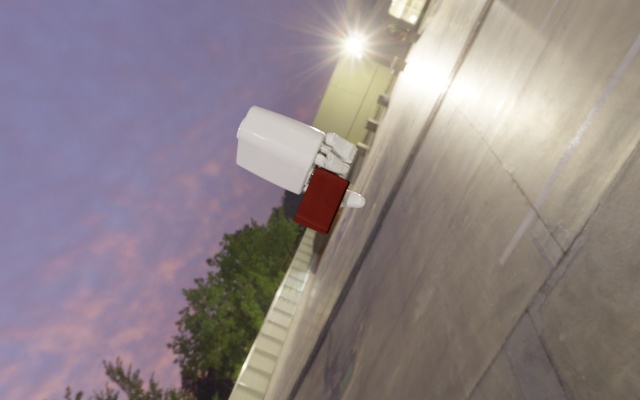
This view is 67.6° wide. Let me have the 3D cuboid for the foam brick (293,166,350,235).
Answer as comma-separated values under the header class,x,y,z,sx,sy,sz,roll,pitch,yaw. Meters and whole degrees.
class,x,y,z,sx,sy,sz,roll,pitch,yaw
foam brick,0.000,0.002,0.663,0.051,0.078,0.053,24,-10,-3
